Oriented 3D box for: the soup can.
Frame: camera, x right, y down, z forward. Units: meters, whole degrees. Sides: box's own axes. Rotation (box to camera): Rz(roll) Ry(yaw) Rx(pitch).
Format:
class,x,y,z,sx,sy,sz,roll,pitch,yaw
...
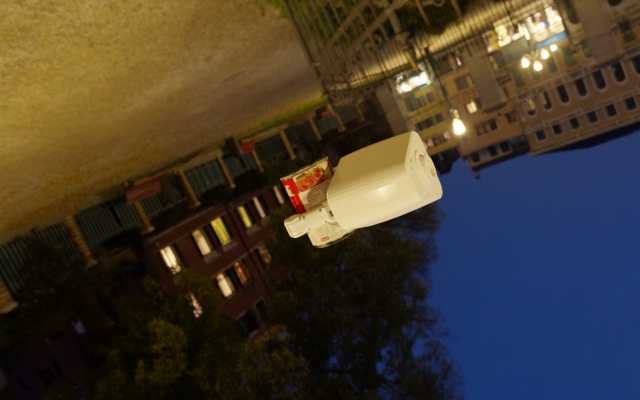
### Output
class,x,y,z,sx,sy,sz,roll,pitch,yaw
soup can,0.000,0.003,0.627,0.068,0.102,0.068,-25,7,3
